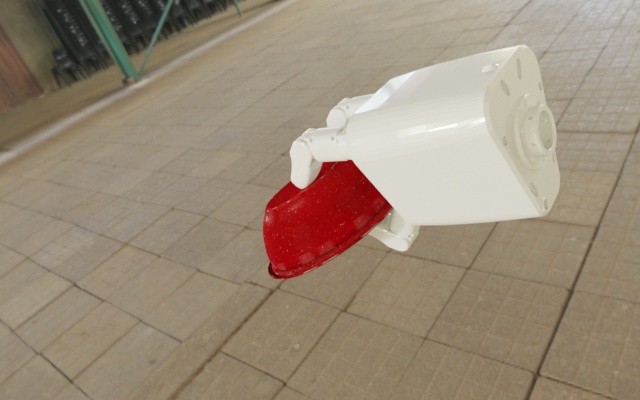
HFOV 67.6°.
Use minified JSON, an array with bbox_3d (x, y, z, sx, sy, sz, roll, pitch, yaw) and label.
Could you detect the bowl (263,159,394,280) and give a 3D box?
[{"bbox_3d":[-0.001,0.002,0.457,0.162,0.055,0.162,-35,13,9],"label":"bowl"}]
